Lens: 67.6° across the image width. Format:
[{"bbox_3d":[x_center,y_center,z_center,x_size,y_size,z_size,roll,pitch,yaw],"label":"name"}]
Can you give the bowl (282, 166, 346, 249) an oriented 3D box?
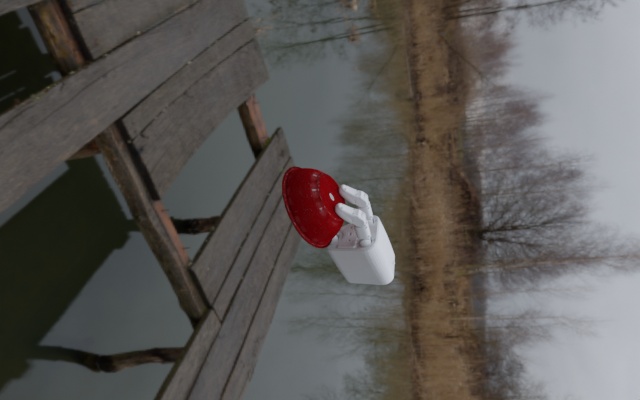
[{"bbox_3d":[0.000,0.002,0.868,0.055,0.162,0.162,-24,-12,27],"label":"bowl"}]
